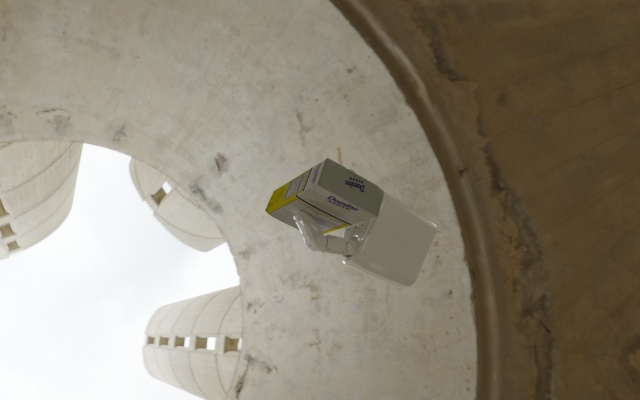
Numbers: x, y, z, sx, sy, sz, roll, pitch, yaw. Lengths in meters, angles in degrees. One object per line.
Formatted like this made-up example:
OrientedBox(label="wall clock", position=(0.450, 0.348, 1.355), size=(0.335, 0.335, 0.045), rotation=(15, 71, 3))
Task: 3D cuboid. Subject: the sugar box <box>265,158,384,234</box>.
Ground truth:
OrientedBox(label="sugar box", position=(0.000, 0.002, 0.660), size=(0.093, 0.048, 0.176), rotation=(28, -26, -20))
